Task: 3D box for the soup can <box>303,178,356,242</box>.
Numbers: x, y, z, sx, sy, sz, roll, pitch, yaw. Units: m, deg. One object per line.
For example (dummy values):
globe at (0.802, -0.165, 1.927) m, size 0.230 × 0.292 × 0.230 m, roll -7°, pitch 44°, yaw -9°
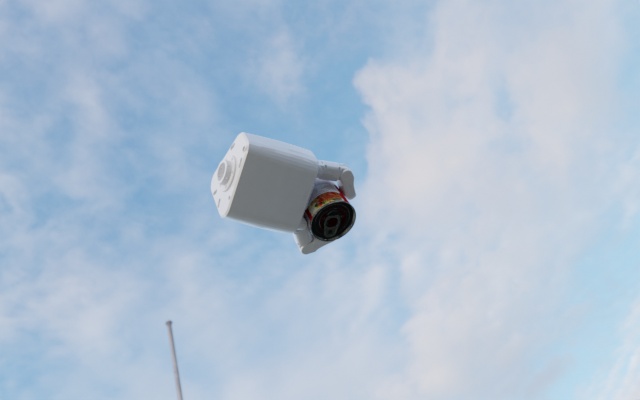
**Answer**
soup can at (0.000, 0.002, 0.693) m, size 0.068 × 0.068 × 0.102 m, roll 0°, pitch 33°, yaw -25°
